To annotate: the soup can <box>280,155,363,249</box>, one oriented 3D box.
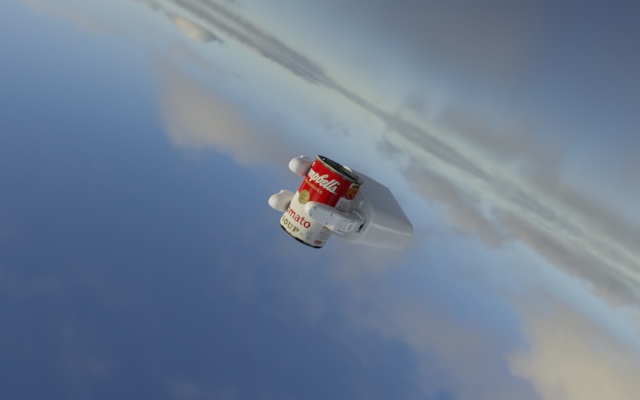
[{"bbox_3d":[0.000,0.002,0.615,0.068,0.102,0.068,29,13,-7],"label":"soup can"}]
